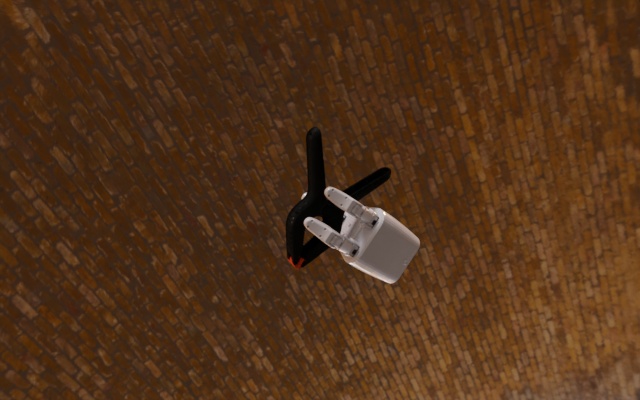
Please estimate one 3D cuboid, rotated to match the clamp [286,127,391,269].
[{"bbox_3d":[0.000,0.003,0.724,0.165,0.210,0.036,33,1,-33],"label":"clamp"}]
